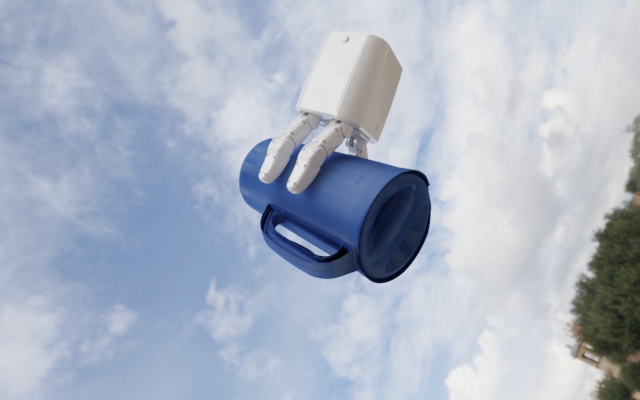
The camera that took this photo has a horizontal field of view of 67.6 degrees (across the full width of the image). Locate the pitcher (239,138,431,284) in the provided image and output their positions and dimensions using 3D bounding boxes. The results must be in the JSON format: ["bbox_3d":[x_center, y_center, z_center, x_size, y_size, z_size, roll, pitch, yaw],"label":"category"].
[{"bbox_3d":[0.000,0.002,0.594,0.242,0.145,0.149,22,3,41],"label":"pitcher"}]
